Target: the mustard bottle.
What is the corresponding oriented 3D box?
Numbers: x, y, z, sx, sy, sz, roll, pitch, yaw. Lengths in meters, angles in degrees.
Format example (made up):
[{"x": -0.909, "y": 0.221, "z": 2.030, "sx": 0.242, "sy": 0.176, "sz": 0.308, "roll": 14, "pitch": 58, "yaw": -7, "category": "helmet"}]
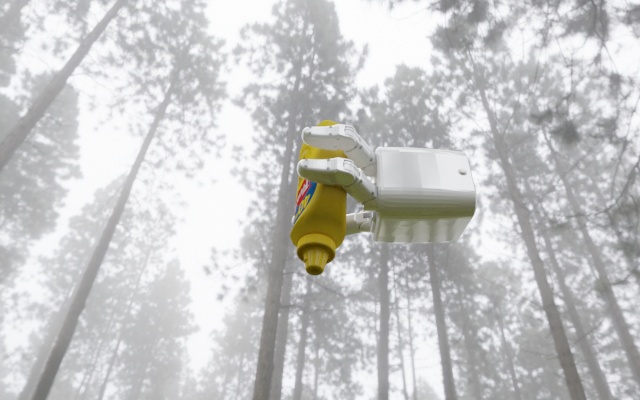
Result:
[{"x": 0.000, "y": 0.002, "z": 0.548, "sx": 0.058, "sy": 0.191, "sz": 0.096, "roll": 17, "pitch": -44, "yaw": -14, "category": "mustard bottle"}]
